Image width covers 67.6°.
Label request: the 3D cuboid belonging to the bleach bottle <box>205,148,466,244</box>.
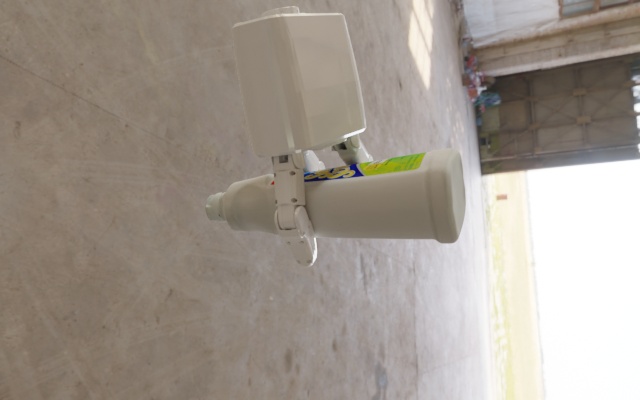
[{"bbox_3d":[0.000,0.001,0.443,0.251,0.068,0.102,-5,16,23],"label":"bleach bottle"}]
